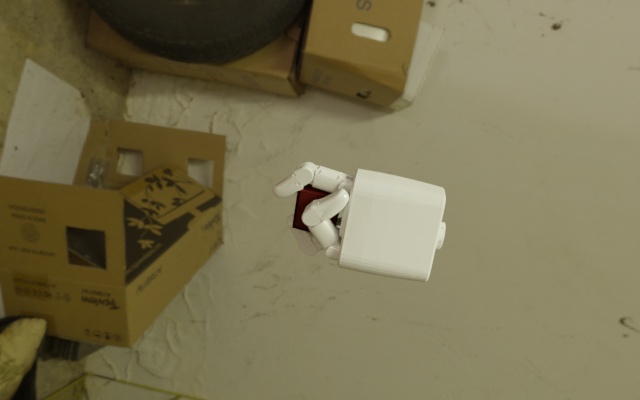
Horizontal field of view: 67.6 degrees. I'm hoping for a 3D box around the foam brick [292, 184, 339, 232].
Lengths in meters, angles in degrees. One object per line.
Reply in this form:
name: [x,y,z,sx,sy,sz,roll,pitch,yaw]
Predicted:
foam brick: [0.000,0.002,0.599,0.051,0.053,0.078,12,26,5]
